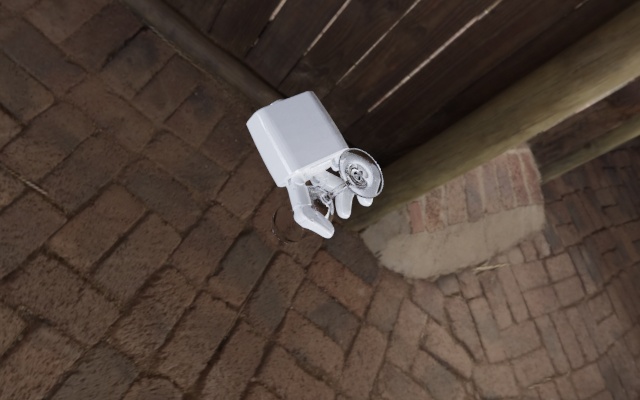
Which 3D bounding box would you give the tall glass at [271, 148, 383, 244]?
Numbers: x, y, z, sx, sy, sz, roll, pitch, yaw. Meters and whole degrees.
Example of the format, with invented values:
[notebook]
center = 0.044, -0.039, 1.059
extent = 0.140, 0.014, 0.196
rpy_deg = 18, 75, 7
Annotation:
[tall glass]
center = 0.001, 0.002, 0.706
extent = 0.079, 0.079, 0.201
rpy_deg = 0, -24, -36
